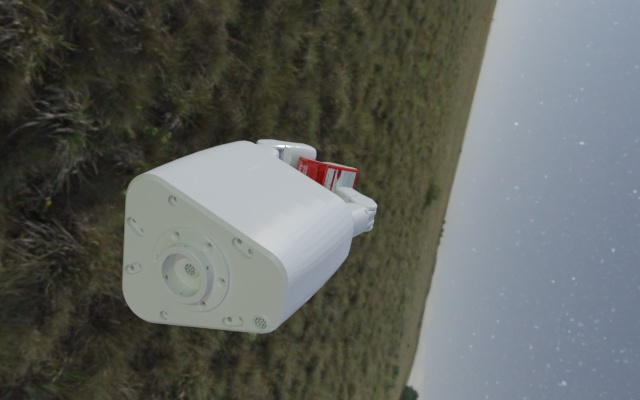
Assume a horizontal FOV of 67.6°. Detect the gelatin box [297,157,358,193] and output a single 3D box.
[{"bbox_3d":[0.001,0.002,0.434,0.030,0.073,0.089,17,7,21],"label":"gelatin box"}]
